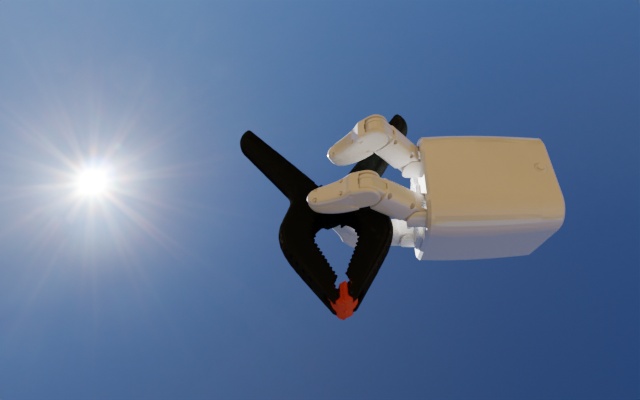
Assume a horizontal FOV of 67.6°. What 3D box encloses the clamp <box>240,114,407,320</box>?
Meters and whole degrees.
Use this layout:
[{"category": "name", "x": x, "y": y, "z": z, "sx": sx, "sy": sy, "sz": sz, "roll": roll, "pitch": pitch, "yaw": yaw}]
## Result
[{"category": "clamp", "x": 0.000, "y": 0.002, "z": 0.420, "sx": 0.164, "sy": 0.209, "sz": 0.036, "roll": -2, "pitch": -39, "yaw": 5}]
